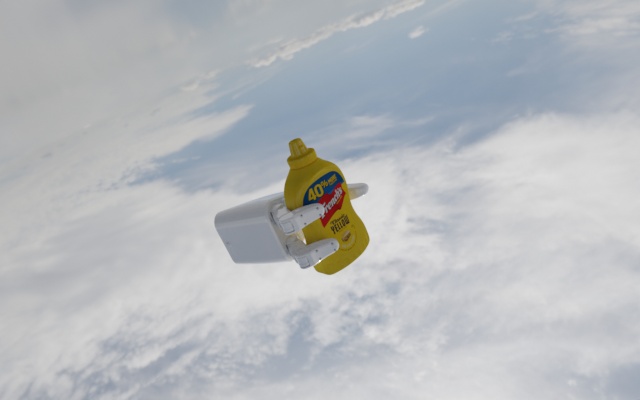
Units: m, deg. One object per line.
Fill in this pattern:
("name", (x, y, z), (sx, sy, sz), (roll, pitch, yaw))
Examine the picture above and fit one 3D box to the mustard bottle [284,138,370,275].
("mustard bottle", (0.000, 0.002, 0.669), (0.096, 0.192, 0.058), (-36, 24, -29))
